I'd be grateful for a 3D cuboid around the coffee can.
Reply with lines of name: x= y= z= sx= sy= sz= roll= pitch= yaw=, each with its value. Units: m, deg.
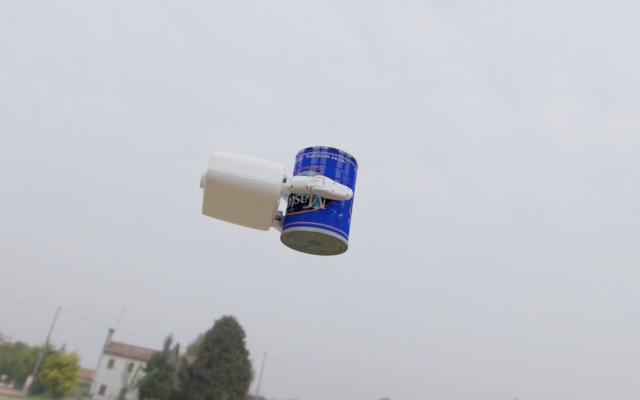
coffee can: x=0.000 y=0.003 z=0.735 sx=0.103 sy=0.140 sz=0.103 roll=8 pitch=-24 yaw=3
